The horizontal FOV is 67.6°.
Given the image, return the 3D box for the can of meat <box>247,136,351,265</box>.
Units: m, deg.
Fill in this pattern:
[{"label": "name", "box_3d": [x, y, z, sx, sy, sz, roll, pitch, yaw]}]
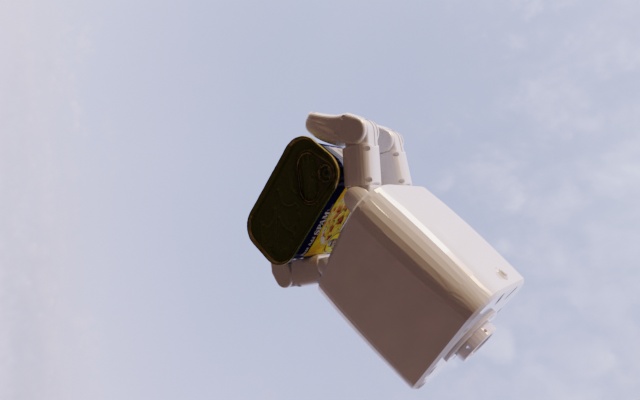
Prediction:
[{"label": "can of meat", "box_3d": [0.000, 0.001, 0.402, 0.057, 0.102, 0.084, 43, 23, 29]}]
